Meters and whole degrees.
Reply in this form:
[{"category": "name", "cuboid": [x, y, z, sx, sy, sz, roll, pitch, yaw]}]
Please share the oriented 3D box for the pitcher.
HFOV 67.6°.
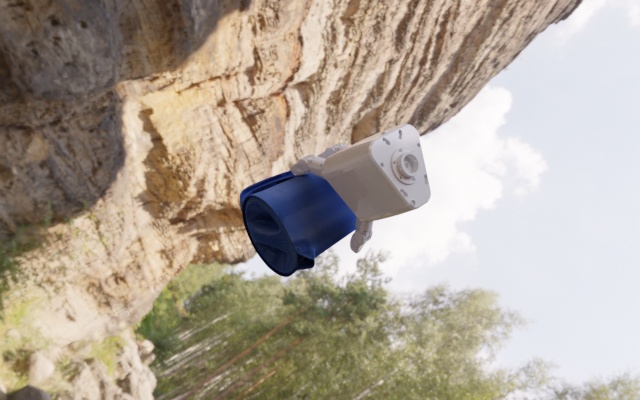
[{"category": "pitcher", "cuboid": [0.000, 0.003, 0.767, 0.242, 0.149, 0.145, -28, 3, -32]}]
